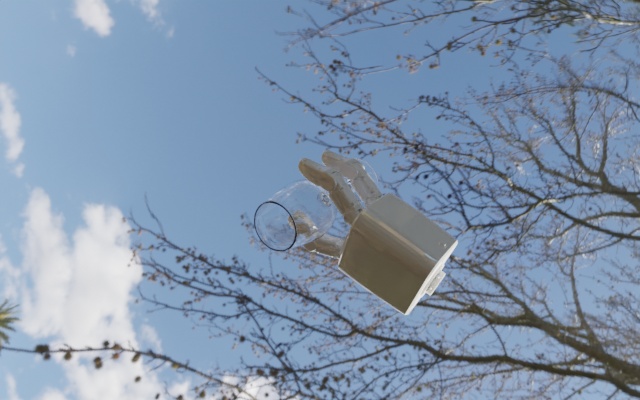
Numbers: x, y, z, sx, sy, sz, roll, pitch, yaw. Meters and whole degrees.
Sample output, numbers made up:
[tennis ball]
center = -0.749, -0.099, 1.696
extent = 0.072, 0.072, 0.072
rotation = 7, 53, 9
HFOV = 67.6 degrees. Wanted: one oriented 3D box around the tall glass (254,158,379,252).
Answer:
[tall glass]
center = 0.000, 0.002, 0.627
extent = 0.079, 0.079, 0.201
rotation = 0, 16, 34
